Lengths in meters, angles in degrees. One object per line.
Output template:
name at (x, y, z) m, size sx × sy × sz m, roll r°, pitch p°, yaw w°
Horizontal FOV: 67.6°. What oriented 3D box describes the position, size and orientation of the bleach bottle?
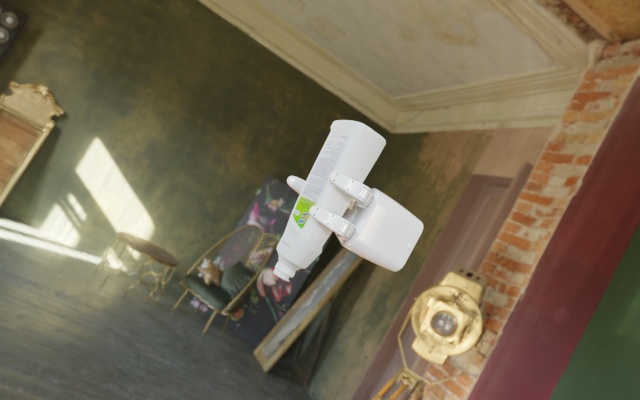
bleach bottle at (0.000, 0.002, 0.718) m, size 0.068 × 0.251 × 0.102 m, roll 31°, pitch -4°, yaw -25°
